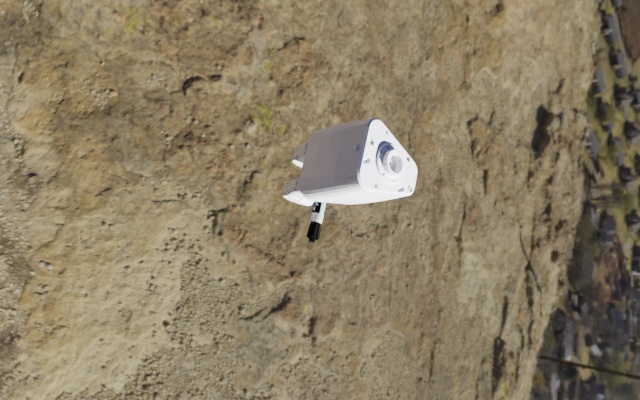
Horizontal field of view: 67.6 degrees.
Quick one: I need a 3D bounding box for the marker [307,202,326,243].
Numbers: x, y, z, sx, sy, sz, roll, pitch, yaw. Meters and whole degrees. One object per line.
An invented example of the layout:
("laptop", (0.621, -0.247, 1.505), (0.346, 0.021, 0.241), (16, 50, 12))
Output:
("marker", (0.000, 0.002, 0.699), (0.020, 0.121, 0.020), (12, -16, 3))
